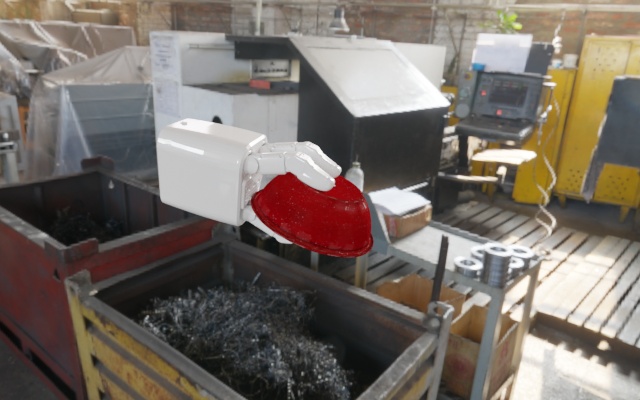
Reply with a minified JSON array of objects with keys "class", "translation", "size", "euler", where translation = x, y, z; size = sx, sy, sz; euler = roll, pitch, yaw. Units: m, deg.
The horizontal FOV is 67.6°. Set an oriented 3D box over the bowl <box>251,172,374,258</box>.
[{"class":"bowl","translation":[0.002,0.002,0.583],"size":[0.162,0.055,0.162],"euler":[20,21,-8]}]
